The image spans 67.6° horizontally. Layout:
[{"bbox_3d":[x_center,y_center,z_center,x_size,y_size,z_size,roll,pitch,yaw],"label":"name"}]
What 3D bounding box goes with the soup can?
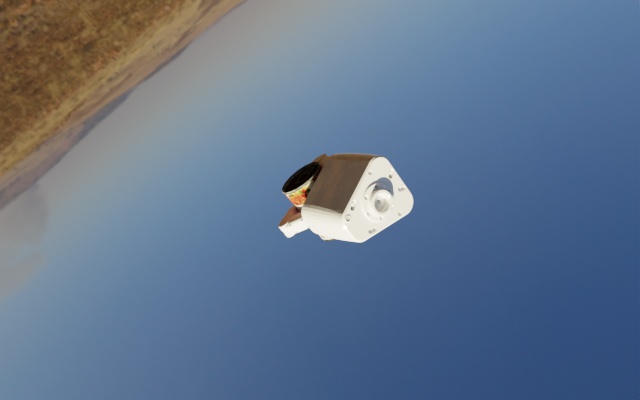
[{"bbox_3d":[0.000,0.003,0.713,0.068,0.102,0.068,-32,23,16],"label":"soup can"}]
